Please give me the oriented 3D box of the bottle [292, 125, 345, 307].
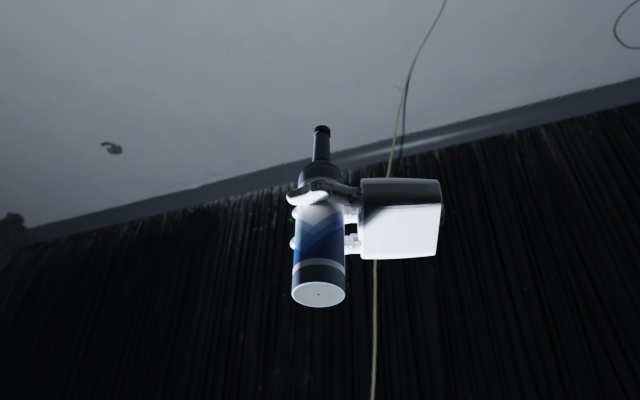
[{"bbox_3d":[0.000,0.002,0.681,0.069,0.295,0.069,1,-39,1],"label":"bottle"}]
